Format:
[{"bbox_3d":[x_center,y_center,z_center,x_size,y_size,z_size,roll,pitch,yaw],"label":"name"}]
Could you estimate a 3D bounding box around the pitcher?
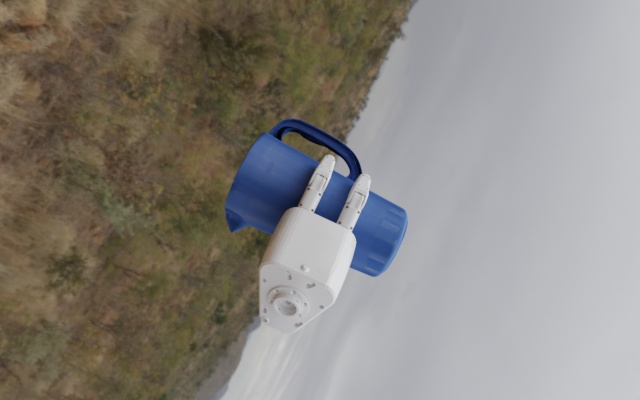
[{"bbox_3d":[0.000,0.002,0.683,0.243,0.149,0.145,26,35,-1],"label":"pitcher"}]
